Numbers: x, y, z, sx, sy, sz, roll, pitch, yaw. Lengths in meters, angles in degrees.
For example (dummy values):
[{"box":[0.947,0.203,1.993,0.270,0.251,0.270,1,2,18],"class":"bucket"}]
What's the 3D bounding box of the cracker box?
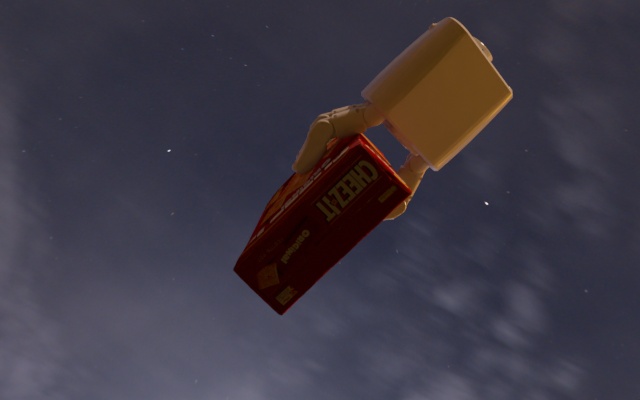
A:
[{"box":[0.000,0.002,0.512,0.072,0.164,0.213,44,11,-8],"class":"cracker box"}]
